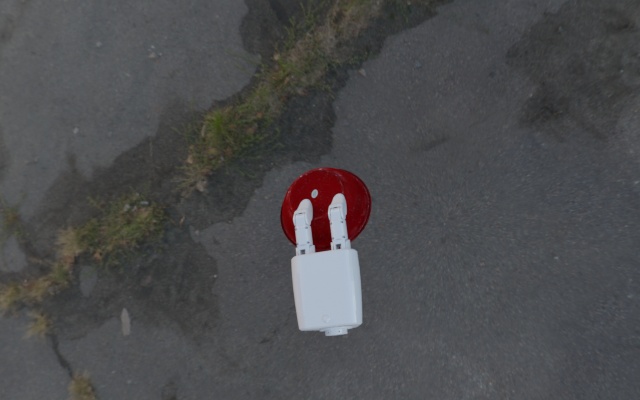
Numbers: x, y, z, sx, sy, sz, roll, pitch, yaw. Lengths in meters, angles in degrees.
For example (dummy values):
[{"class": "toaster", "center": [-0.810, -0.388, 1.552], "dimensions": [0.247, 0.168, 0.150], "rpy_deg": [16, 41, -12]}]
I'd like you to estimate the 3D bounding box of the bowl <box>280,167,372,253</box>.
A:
[{"class": "bowl", "center": [0.000, 0.001, 0.789], "dimensions": [0.162, 0.162, 0.055], "rpy_deg": [0, -28, 19]}]
